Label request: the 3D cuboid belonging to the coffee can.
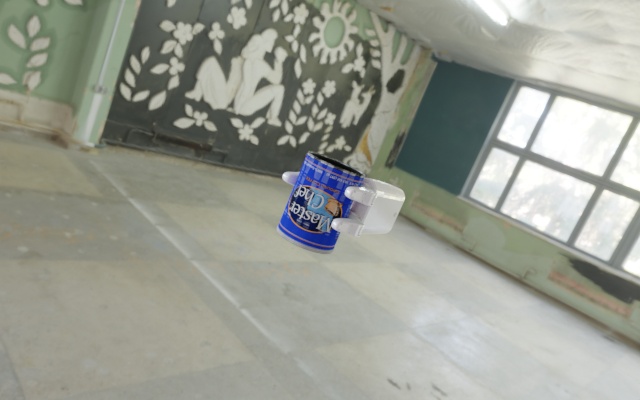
[{"bbox_3d":[0.000,0.003,0.786,0.103,0.140,0.102,22,11,-4],"label":"coffee can"}]
